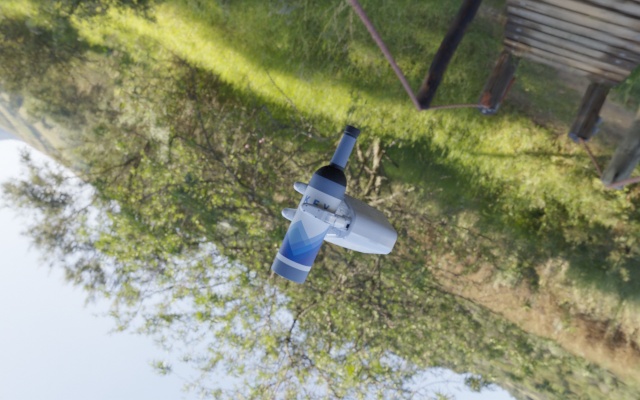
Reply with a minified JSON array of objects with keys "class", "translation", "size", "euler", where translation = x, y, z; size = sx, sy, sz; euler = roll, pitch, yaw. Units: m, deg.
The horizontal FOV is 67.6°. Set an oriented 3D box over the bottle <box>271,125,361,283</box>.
[{"class":"bottle","translation":[0.000,0.003,0.869],"size":[0.069,0.296,0.069],"euler":[24,3,-1]}]
